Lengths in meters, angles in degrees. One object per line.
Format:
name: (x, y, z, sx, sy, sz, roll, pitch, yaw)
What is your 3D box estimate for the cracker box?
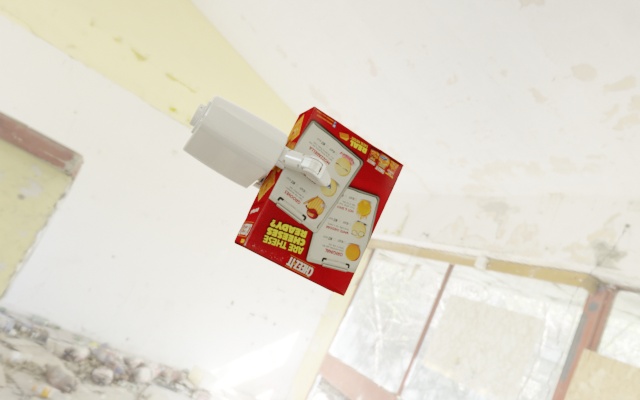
cracker box: (0.000, 0.002, 0.682, 0.164, 0.213, 0.072, 30, -12, -19)
